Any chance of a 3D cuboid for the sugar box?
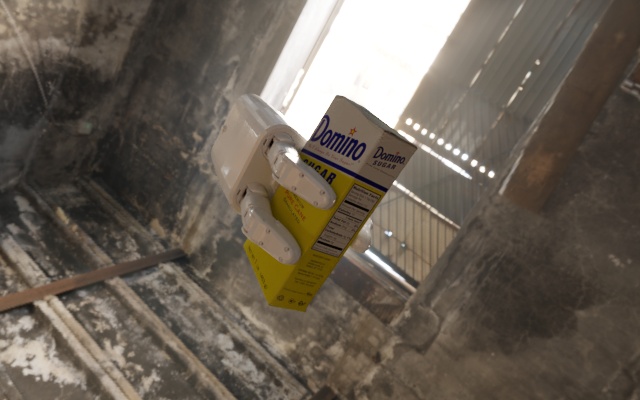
[{"bbox_3d":[0.000,0.001,0.421,0.048,0.176,0.093,19,20,-34],"label":"sugar box"}]
